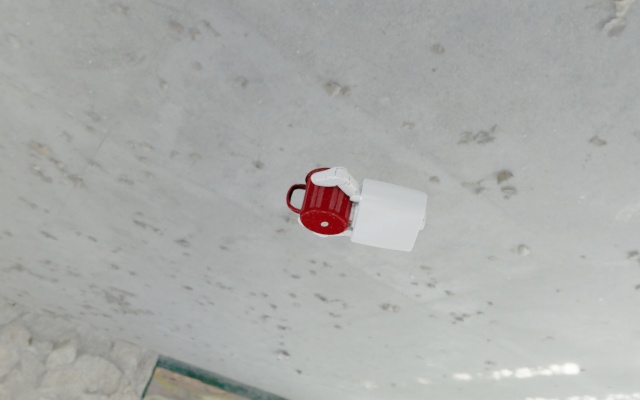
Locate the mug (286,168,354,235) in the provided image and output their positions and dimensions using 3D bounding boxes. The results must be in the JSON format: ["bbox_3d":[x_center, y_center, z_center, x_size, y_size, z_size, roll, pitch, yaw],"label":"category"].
[{"bbox_3d":[-0.001,0.002,0.797,0.117,0.081,0.093,11,-32,3],"label":"mug"}]
